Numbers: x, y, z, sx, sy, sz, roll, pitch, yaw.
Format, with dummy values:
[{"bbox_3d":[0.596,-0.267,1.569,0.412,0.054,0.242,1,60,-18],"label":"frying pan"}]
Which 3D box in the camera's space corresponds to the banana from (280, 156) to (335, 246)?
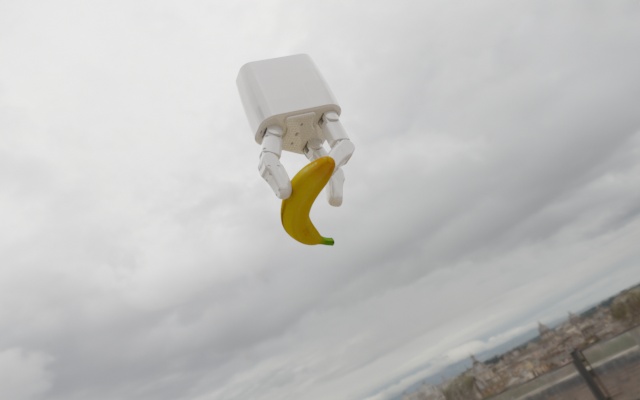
[{"bbox_3d":[-0.018,0.009,0.603,0.069,0.037,0.198,-15,-30,-8],"label":"banana"}]
